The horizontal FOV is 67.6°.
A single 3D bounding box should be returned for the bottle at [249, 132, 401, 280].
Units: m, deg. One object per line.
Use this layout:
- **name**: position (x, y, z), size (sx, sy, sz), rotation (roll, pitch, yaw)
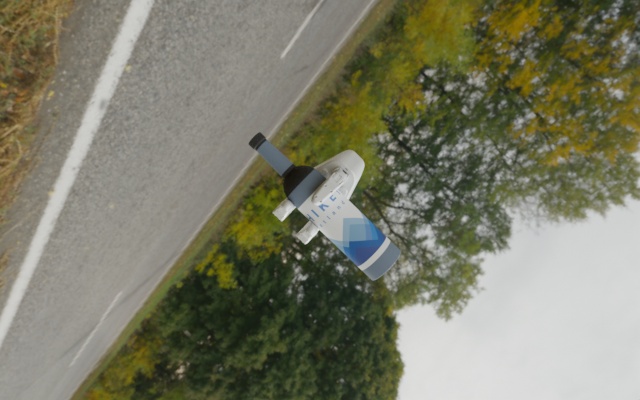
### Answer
- **bottle**: position (0.000, 0.003, 0.765), size (0.296, 0.069, 0.069), rotation (44, -1, -1)
